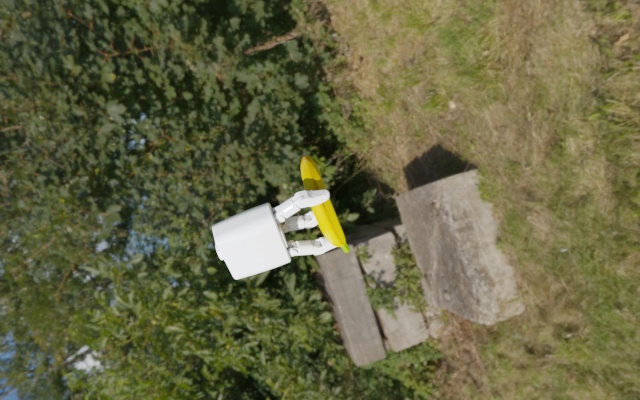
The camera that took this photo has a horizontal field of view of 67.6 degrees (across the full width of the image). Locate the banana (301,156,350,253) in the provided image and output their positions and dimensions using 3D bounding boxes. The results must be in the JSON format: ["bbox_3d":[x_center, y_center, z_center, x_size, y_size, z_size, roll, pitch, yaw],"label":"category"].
[{"bbox_3d":[0.000,0.002,0.852,0.037,0.197,0.070,-22,-12,0],"label":"banana"}]
